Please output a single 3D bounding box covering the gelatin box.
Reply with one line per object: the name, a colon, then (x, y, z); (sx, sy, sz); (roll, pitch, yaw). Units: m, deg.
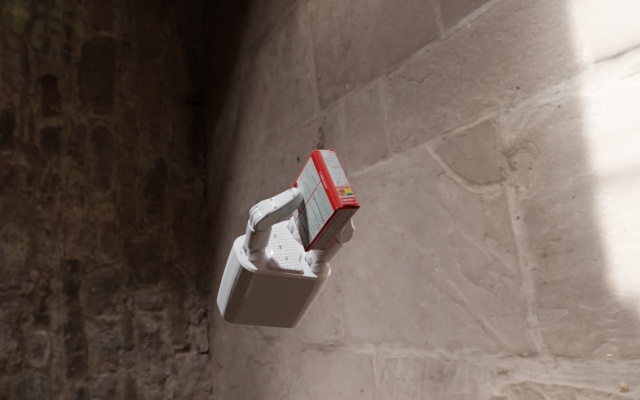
gelatin box: (0.000, 0.001, 0.504); (0.030, 0.073, 0.089); (-4, -32, -29)
